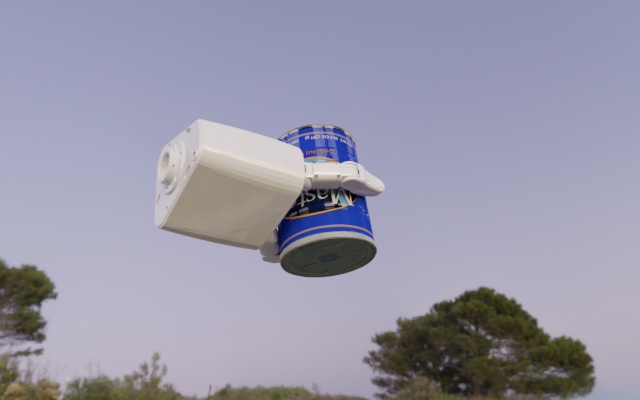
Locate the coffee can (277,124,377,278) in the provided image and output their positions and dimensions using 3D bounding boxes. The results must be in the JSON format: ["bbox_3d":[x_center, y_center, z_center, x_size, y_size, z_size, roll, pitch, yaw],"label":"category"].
[{"bbox_3d":[0.000,0.002,0.533,0.103,0.140,0.103,-6,-30,-4],"label":"coffee can"}]
